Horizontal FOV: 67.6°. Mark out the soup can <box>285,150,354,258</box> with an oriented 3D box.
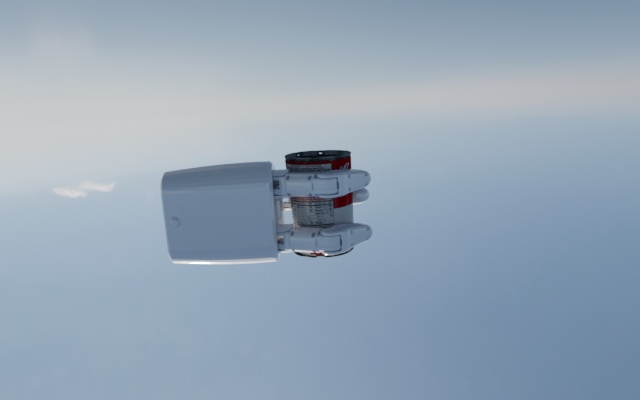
[{"bbox_3d":[0.001,0.002,0.497,0.068,0.102,0.068,-3,12,1],"label":"soup can"}]
